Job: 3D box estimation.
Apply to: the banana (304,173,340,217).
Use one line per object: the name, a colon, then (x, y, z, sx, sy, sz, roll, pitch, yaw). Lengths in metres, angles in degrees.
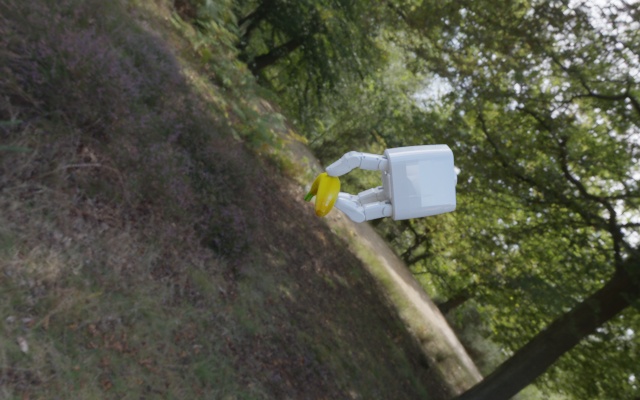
banana: (0.008, -0.015, 0.805, 0.037, 0.069, 0.198, 25, 3, -7)
